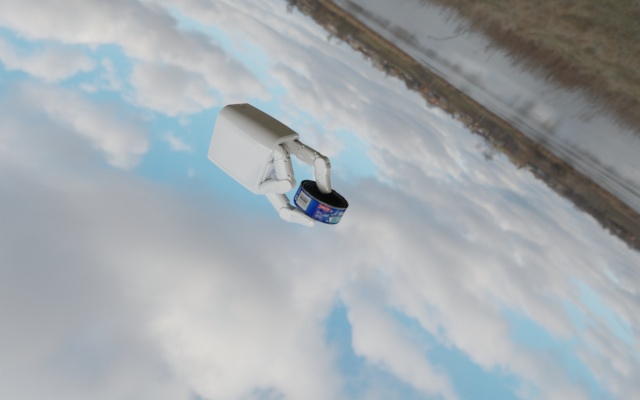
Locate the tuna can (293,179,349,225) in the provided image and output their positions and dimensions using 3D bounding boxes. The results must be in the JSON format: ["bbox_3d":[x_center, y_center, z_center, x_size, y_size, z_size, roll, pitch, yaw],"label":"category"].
[{"bbox_3d":[0.000,0.003,0.767,0.086,0.034,0.086,25,19,-9],"label":"tuna can"}]
